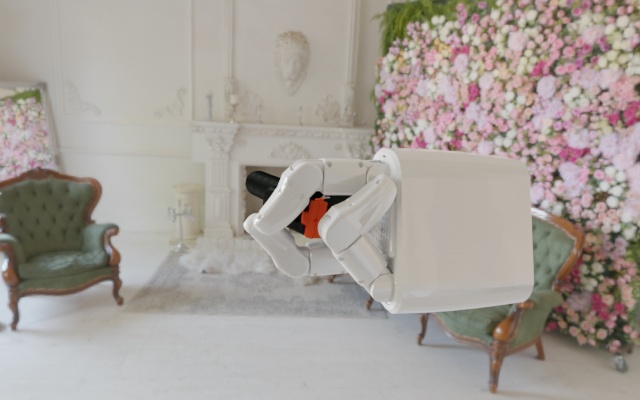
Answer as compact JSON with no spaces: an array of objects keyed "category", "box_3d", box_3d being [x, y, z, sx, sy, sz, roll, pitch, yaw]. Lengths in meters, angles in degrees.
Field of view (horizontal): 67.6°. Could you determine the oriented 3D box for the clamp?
[{"category":"clamp","box_3d":[0.000,0.001,0.418,0.120,0.039,0.171,1,13,-13]}]
